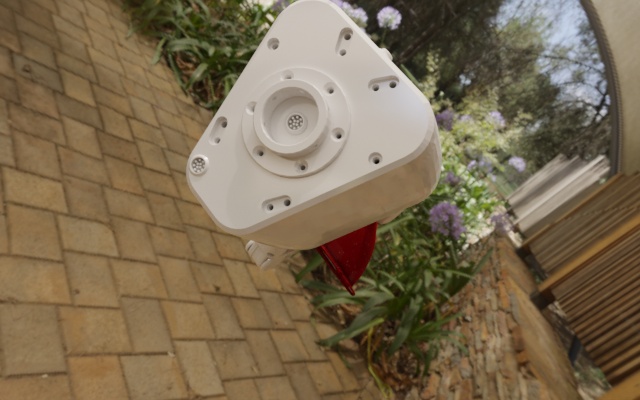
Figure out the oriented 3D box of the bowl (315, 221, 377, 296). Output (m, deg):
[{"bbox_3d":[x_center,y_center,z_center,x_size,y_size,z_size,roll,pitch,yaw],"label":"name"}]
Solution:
[{"bbox_3d":[0.000,0.001,0.413,0.055,0.162,0.162,-36,4,-5],"label":"bowl"}]
